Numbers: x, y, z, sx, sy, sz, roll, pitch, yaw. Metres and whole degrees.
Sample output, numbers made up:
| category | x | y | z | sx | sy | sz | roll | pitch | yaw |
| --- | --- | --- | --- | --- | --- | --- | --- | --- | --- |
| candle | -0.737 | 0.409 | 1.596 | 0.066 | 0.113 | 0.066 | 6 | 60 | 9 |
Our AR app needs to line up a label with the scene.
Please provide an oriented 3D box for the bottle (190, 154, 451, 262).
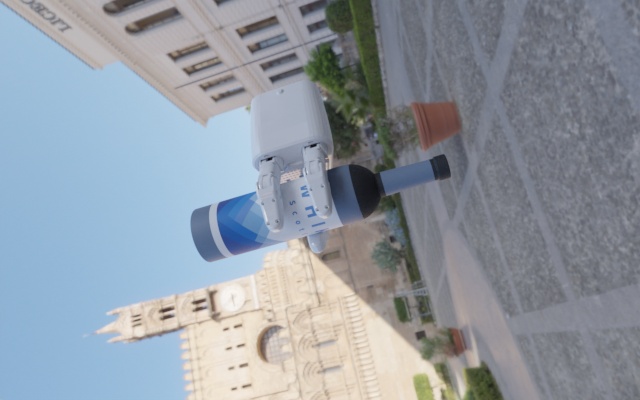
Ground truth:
| category | x | y | z | sx | sy | sz | roll | pitch | yaw |
| --- | --- | --- | --- | --- | --- | --- | --- | --- | --- |
| bottle | 0.000 | 0.002 | 0.548 | 0.296 | 0.069 | 0.069 | -16 | -3 | 9 |
